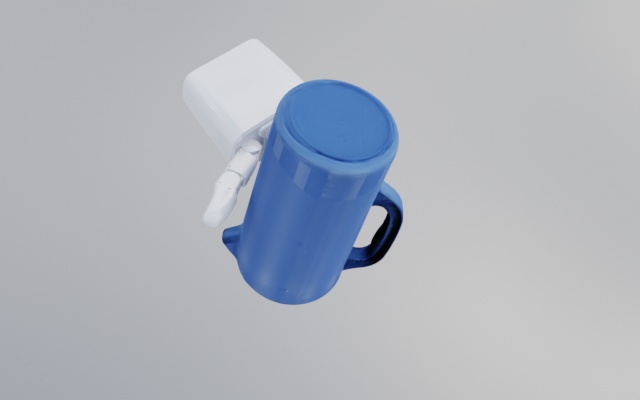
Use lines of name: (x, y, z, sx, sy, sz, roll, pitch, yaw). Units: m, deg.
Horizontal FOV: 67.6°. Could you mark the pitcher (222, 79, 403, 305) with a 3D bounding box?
pitcher: (0.000, 0.001, 0.491, 0.149, 0.145, 0.243, -31, -21, -31)
